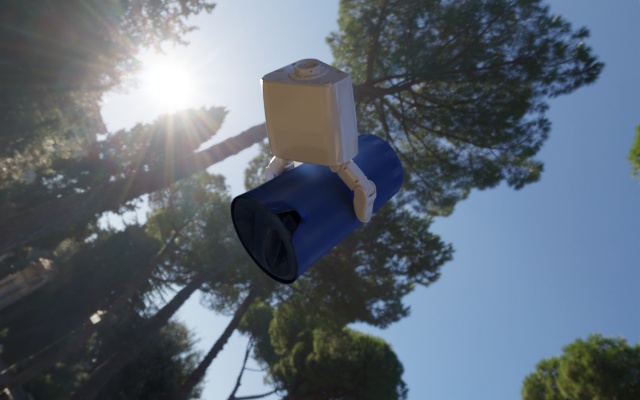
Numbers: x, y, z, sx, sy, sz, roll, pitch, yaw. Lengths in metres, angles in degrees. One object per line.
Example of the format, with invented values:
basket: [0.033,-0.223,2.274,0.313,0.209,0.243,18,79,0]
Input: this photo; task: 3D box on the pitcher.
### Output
pitcher: [0.000,0.002,0.685,0.149,0.145,0.242,25,46,39]
